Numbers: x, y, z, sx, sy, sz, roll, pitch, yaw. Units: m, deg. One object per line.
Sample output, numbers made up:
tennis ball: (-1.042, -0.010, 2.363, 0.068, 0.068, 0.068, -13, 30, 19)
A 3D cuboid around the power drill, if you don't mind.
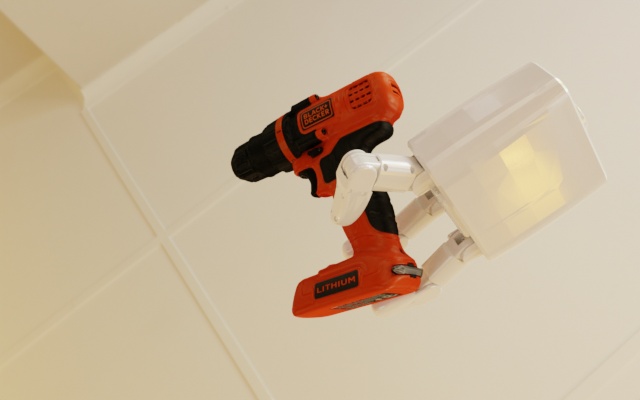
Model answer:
power drill: (0.000, 0.002, 0.414, 0.184, 0.187, 0.057, -23, -21, 31)
